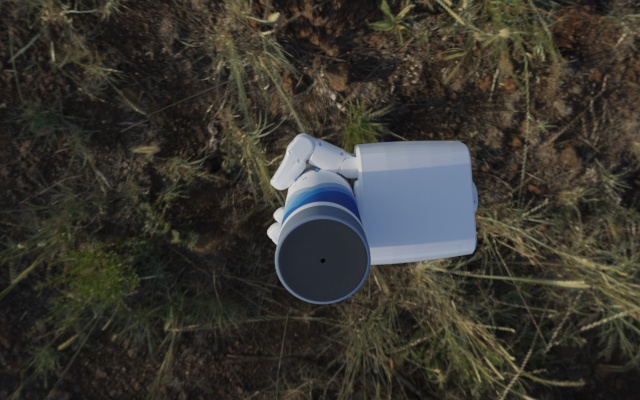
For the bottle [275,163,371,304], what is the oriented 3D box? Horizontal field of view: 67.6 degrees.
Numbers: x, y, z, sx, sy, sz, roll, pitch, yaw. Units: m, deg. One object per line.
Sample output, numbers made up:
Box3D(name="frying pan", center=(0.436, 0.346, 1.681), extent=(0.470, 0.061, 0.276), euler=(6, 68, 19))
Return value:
Box3D(name="bottle", center=(0.000, 0.002, 0.469), extent=(0.069, 0.069, 0.295), euler=(0, 16, -1))
